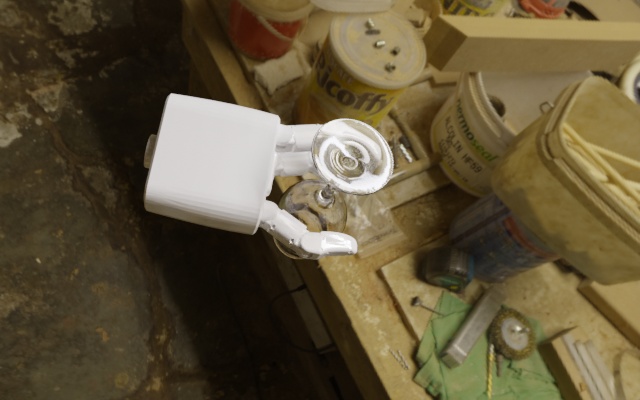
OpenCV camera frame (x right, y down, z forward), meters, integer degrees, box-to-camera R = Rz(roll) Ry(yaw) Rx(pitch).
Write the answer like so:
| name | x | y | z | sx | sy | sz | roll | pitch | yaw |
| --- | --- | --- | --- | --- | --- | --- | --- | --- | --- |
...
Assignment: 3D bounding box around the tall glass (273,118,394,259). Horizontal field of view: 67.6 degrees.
| name | x | y | z | sx | sy | sz | roll | pitch | yaw |
| --- | --- | --- | --- | --- | --- | --- | --- | --- | --- |
| tall glass | 0.000 | 0.001 | 0.491 | 0.079 | 0.079 | 0.201 | 0 | -24 | -17 |
